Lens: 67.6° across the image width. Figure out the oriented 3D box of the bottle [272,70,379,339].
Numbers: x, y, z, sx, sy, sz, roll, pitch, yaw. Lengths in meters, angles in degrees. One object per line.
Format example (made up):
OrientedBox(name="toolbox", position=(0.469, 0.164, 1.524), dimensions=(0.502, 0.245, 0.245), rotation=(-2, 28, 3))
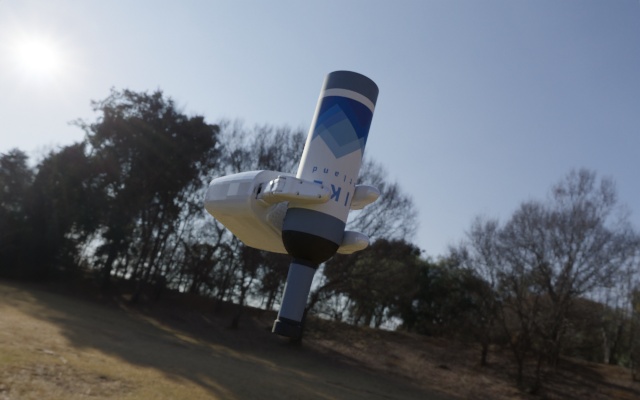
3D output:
OrientedBox(name="bottle", position=(0.000, 0.001, 0.527), dimensions=(0.069, 0.295, 0.069), rotation=(14, -15, 4))
